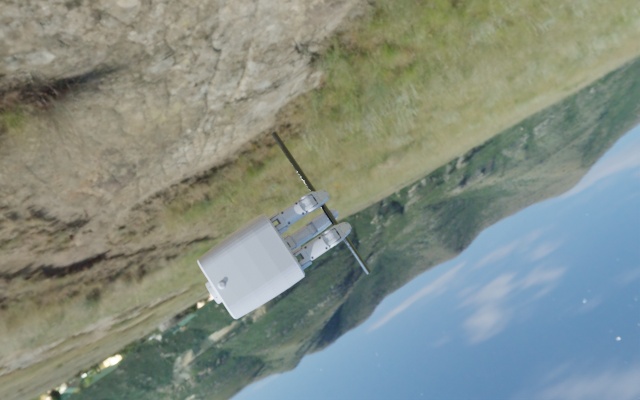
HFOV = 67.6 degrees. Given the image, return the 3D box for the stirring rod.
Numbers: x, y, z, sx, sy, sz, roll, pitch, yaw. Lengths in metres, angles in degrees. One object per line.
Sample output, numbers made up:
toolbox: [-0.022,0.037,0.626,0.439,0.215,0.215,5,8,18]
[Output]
stirring rod: [0.000,0.002,0.676,0.011,0.239,0.011,-34,-5,-3]
